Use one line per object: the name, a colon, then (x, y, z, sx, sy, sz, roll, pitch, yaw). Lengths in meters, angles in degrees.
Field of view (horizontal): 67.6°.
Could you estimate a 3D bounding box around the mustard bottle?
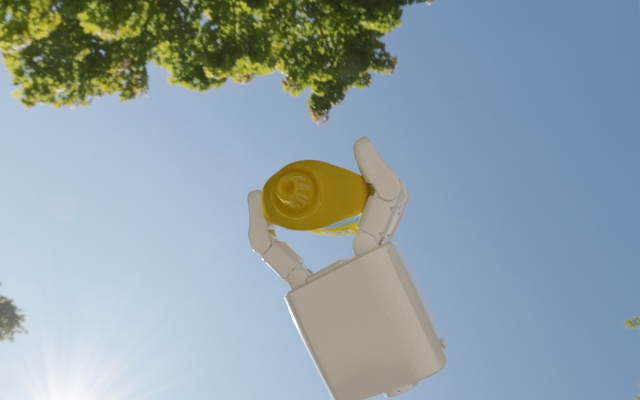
mustard bottle: (0.000, 0.001, 0.432, 0.096, 0.058, 0.191, -4, -6, 14)
